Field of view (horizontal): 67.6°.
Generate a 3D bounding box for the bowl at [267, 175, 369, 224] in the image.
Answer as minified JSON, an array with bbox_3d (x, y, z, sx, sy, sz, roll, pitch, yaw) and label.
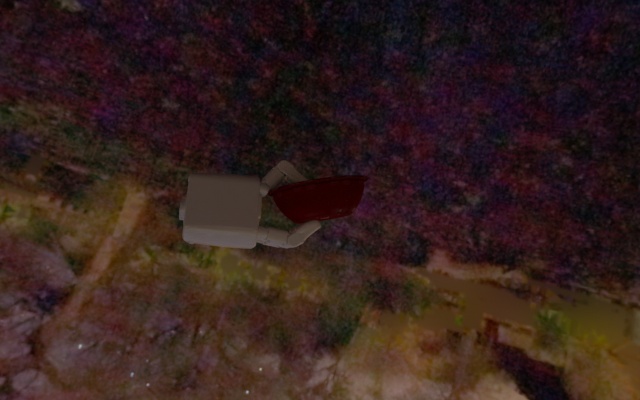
[{"bbox_3d":[0.002,0.003,0.752,0.162,0.055,0.162,-9,-5,-1],"label":"bowl"}]
